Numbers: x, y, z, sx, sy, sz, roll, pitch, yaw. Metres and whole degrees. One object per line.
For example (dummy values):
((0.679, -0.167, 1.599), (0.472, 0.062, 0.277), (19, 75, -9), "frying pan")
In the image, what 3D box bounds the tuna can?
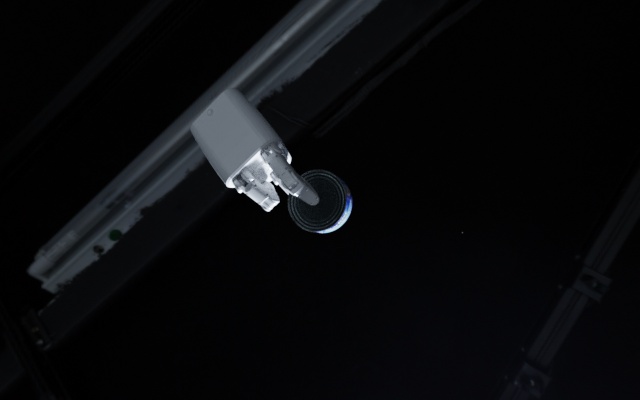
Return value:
((0.000, 0.002, 0.664), (0.086, 0.086, 0.034), (0, -8, 20), "tuna can")
